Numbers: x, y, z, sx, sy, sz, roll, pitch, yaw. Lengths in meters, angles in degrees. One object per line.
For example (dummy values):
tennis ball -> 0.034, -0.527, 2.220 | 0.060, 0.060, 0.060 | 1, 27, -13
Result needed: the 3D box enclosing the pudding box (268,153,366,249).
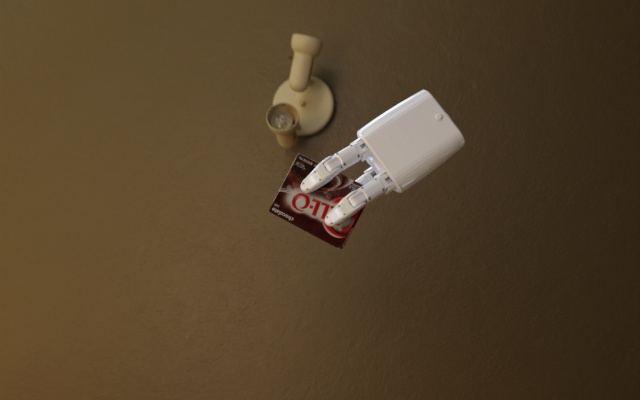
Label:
pudding box -> 0.000, 0.002, 0.647 | 0.113, 0.090, 0.039 | 27, -3, 12
